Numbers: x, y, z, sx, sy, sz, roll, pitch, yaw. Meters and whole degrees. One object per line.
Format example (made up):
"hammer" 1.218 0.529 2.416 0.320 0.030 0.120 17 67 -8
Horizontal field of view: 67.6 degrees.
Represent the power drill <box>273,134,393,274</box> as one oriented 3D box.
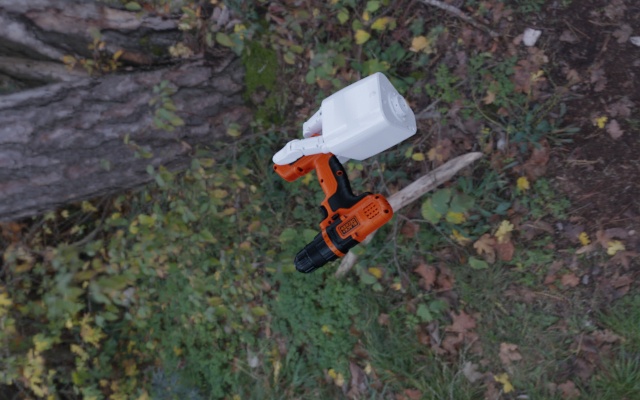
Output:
"power drill" 0.000 0.002 0.773 0.184 0.187 0.057 -36 -18 14
